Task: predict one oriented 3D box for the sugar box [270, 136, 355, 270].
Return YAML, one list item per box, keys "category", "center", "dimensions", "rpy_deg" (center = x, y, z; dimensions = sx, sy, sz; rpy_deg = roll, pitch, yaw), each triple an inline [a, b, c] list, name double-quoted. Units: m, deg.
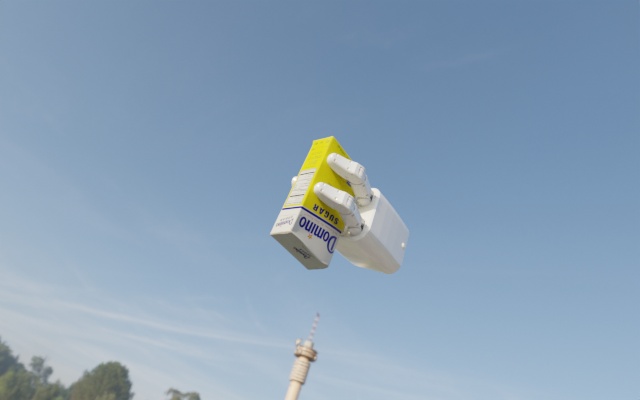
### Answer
- category: "sugar box"
  center: [0.001, 0.002, 0.693]
  dimensions: [0.048, 0.176, 0.093]
  rpy_deg: [-10, -44, 38]
